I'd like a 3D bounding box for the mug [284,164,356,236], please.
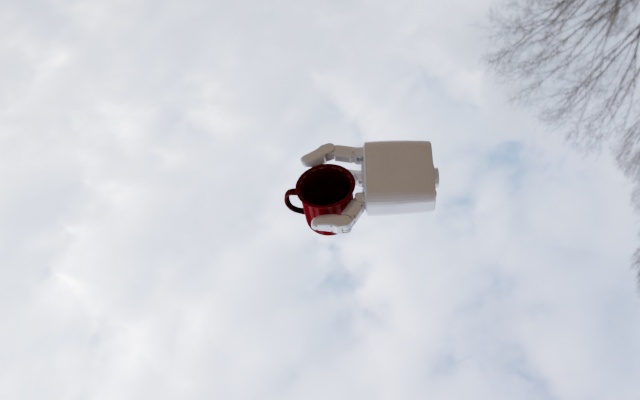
[{"bbox_3d":[-0.001,0.003,0.762,0.117,0.093,0.082,-2,-41,8],"label":"mug"}]
